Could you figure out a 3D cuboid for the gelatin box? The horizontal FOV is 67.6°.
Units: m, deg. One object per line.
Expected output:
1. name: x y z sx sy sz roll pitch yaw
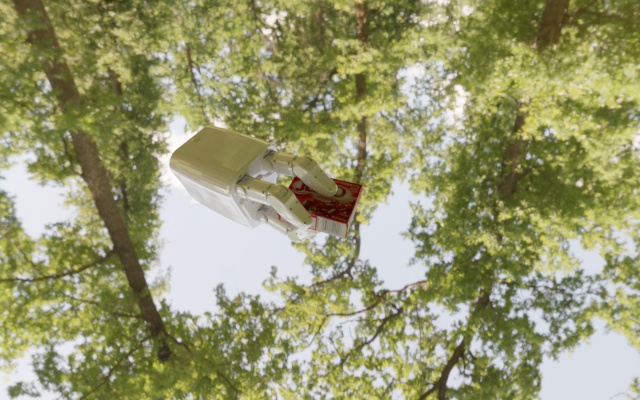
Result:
1. gelatin box: 0.000 0.002 0.594 0.089 0.030 0.073 15 45 11
